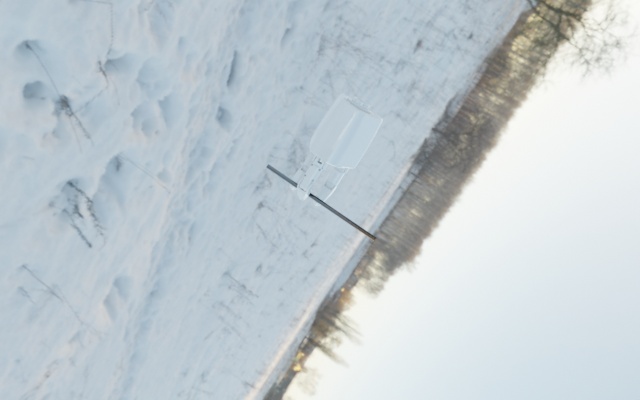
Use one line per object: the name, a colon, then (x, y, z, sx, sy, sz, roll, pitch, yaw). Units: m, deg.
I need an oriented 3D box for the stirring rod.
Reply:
stirring rod: (0.000, 0.003, 0.873, 0.239, 0.011, 0.011, 34, 5, 7)
